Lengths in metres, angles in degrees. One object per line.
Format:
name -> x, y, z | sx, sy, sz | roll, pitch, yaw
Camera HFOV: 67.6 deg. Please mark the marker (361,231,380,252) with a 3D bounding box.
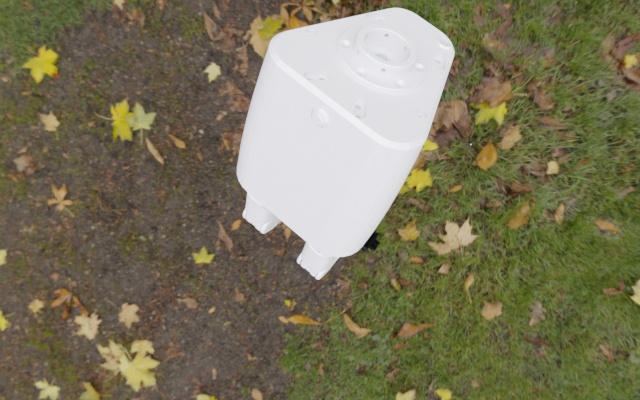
marker -> 0.000, 0.001, 0.403 | 0.121, 0.020, 0.020 | 39, 8, 10
